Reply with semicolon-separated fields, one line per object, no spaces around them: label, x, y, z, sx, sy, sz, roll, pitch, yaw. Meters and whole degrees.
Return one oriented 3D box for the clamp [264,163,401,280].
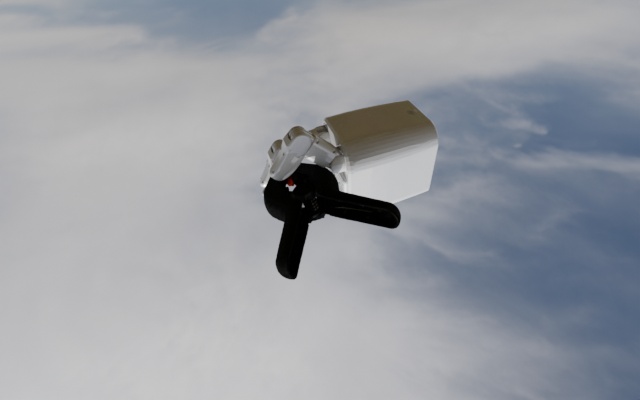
clamp;0.000;0.002;0.475;0.120;0.039;0.171;-16;36;-8
